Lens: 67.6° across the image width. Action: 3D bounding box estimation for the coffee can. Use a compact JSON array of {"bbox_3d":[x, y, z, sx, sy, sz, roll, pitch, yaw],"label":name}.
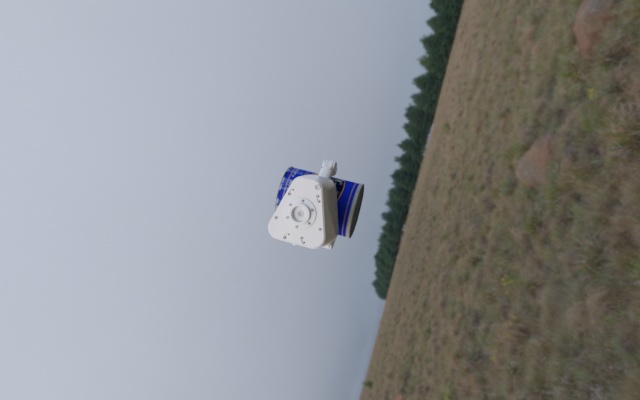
[{"bbox_3d":[0.000,0.003,0.879,0.140,0.103,0.103,14,3,10],"label":"coffee can"}]
